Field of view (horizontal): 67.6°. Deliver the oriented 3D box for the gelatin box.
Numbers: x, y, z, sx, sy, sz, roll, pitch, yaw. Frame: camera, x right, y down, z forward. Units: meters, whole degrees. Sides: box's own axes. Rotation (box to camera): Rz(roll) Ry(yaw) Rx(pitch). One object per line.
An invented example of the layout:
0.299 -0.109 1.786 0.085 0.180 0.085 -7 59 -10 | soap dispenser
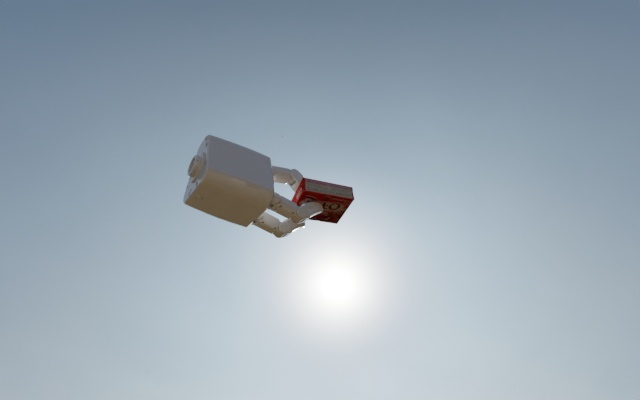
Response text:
0.000 0.002 0.782 0.089 0.030 0.073 10 -39 -19 | gelatin box
